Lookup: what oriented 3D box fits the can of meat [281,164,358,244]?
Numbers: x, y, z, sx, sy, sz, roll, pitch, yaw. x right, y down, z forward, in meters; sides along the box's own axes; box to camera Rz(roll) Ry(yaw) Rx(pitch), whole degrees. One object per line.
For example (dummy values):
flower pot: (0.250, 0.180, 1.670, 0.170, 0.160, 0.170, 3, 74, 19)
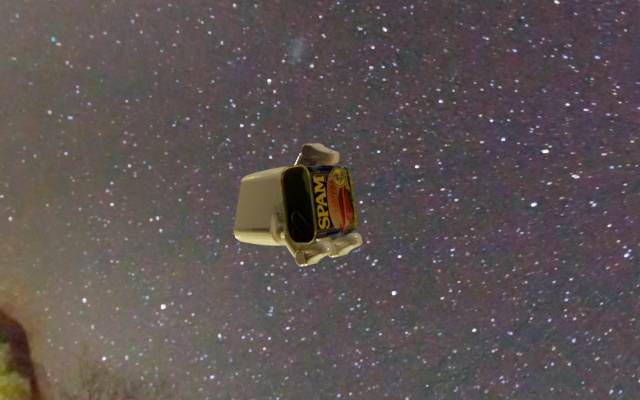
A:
can of meat: (0.000, 0.002, 0.642, 0.084, 0.102, 0.057, -7, -1, -43)
